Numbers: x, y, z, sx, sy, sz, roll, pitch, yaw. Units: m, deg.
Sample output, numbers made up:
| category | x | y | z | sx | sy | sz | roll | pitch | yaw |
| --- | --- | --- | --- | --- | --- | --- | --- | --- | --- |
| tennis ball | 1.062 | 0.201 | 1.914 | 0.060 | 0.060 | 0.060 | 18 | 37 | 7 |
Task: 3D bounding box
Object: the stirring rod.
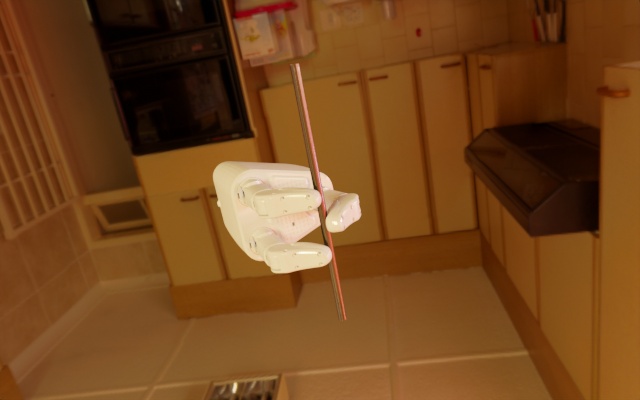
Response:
| category | x | y | z | sx | sy | sz | roll | pitch | yaw |
| --- | --- | --- | --- | --- | --- | --- | --- | --- | --- |
| stirring rod | 0.000 | 0.001 | 0.427 | 0.011 | 0.239 | 0.011 | -10 | 17 | 3 |
